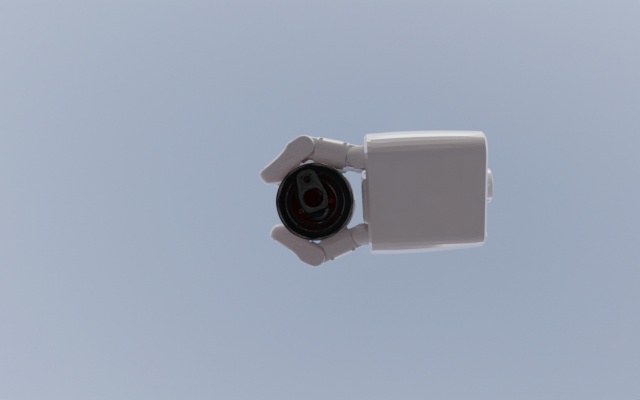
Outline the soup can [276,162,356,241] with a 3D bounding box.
[{"bbox_3d":[0.000,0.002,0.462,0.068,0.068,0.102,0,-1,6],"label":"soup can"}]
